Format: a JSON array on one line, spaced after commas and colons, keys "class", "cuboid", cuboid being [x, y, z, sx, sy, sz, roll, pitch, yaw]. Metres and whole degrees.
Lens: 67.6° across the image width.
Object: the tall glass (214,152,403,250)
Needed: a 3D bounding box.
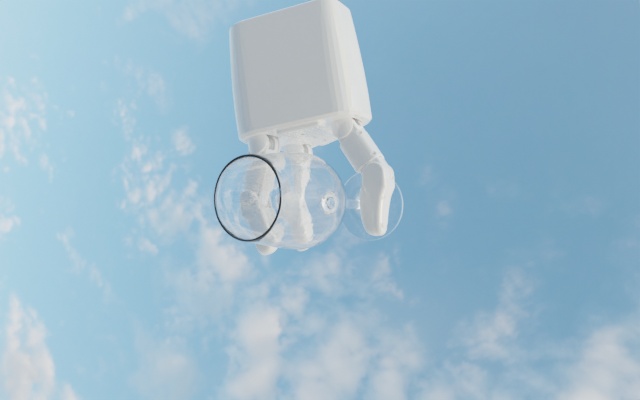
[{"class": "tall glass", "cuboid": [0.001, 0.002, 0.416, 0.079, 0.079, 0.201, 0, -2, 31]}]
